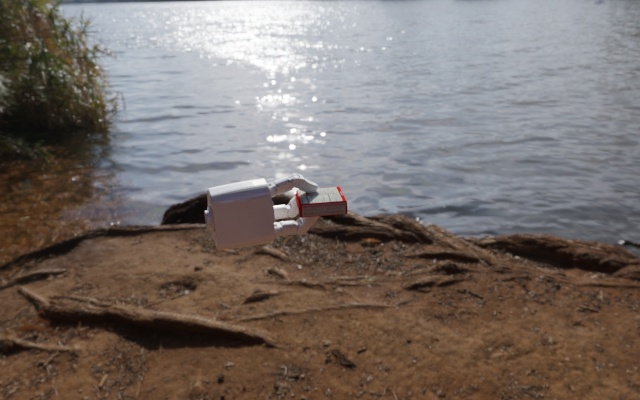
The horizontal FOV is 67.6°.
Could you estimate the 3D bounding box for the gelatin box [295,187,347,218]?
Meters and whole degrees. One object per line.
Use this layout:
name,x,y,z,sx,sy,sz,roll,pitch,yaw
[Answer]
gelatin box,0.000,0.002,0.895,0.089,0.030,0.073,-5,23,-7
